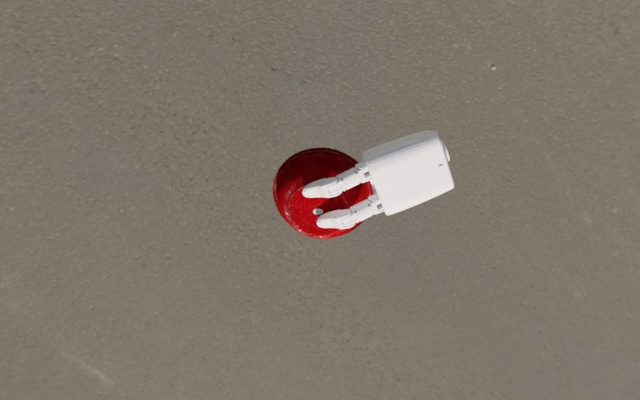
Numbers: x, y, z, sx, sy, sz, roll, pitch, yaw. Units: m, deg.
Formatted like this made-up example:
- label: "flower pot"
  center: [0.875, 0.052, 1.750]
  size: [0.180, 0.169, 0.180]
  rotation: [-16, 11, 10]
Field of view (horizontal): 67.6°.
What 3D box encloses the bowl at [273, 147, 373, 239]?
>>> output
- label: "bowl"
  center: [-0.001, 0.003, 0.740]
  size: [0.162, 0.162, 0.055]
  rotation: [0, 28, 8]
